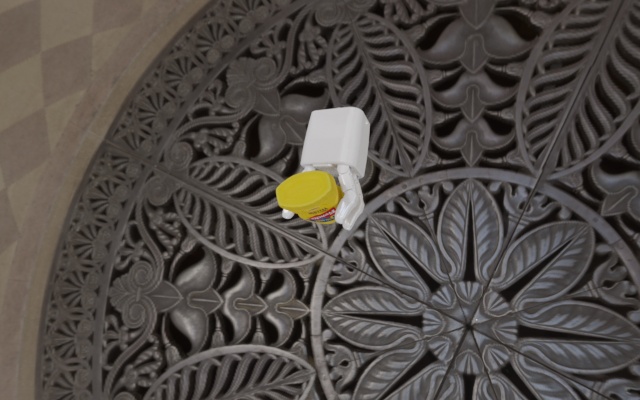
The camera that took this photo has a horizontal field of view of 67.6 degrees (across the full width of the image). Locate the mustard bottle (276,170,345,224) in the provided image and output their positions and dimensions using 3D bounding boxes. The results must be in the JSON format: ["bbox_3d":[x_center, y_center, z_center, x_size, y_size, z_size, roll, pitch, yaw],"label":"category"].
[{"bbox_3d":[0.000,0.003,0.844,0.096,0.058,0.192,-19,-18,13],"label":"mustard bottle"}]
